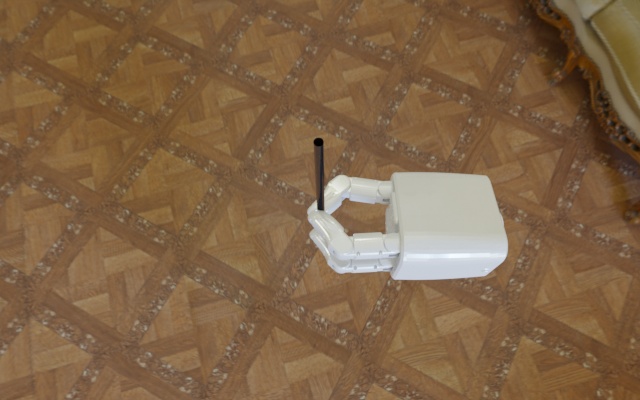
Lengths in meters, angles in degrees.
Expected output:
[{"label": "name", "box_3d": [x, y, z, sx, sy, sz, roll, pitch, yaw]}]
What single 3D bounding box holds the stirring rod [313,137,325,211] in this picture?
[{"label": "stirring rod", "box_3d": [0.000, 0.002, 0.478, 0.011, 0.011, 0.240, 0, -23, 1]}]
